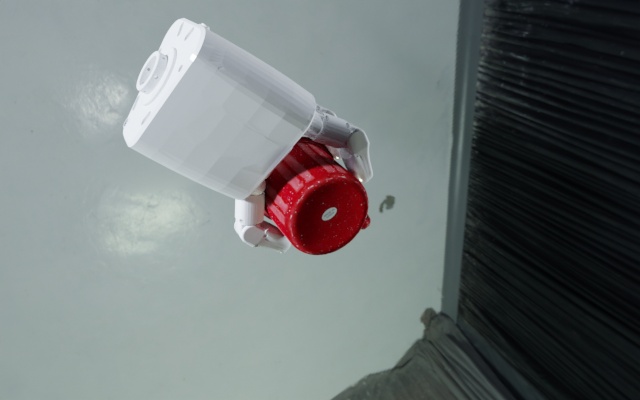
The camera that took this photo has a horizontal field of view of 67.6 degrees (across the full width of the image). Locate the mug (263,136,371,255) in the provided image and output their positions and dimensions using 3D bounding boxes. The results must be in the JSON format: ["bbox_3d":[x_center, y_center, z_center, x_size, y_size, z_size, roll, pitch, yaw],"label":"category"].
[{"bbox_3d":[0.001,0.002,0.451,0.117,0.093,0.081,25,12,-36],"label":"mug"}]
